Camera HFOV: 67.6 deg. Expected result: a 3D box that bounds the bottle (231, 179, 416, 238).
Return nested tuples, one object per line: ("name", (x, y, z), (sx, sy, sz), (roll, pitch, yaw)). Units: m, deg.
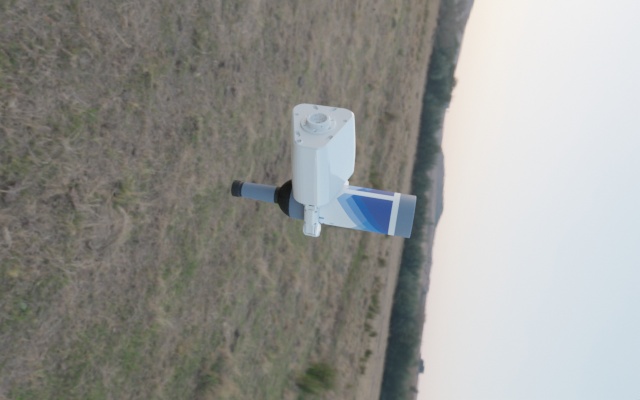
("bottle", (0.000, 0.003, 0.765), (0.295, 0.069, 0.069), (9, 1, 9))
